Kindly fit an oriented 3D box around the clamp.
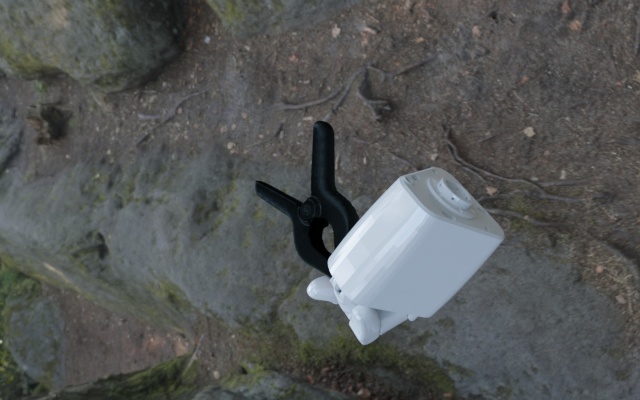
[{"bbox_3d":[0.000,0.002,0.499,0.039,0.120,0.171,4,42,-48],"label":"clamp"}]
